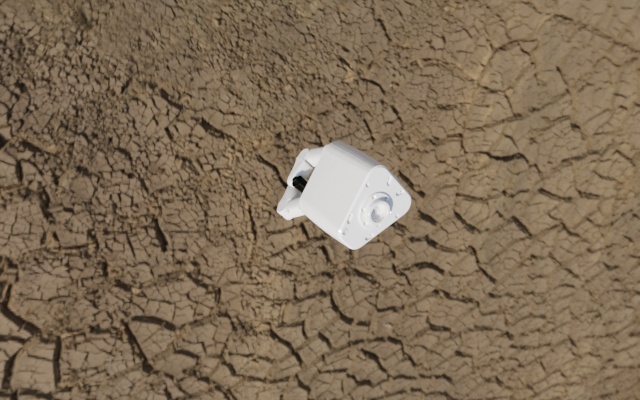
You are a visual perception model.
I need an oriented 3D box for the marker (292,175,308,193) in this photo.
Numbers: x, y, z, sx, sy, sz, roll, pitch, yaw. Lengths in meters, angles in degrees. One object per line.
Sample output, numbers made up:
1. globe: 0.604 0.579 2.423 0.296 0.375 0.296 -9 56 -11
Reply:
1. marker: 0.000 0.002 0.698 0.020 0.020 0.121 0 -33 45
